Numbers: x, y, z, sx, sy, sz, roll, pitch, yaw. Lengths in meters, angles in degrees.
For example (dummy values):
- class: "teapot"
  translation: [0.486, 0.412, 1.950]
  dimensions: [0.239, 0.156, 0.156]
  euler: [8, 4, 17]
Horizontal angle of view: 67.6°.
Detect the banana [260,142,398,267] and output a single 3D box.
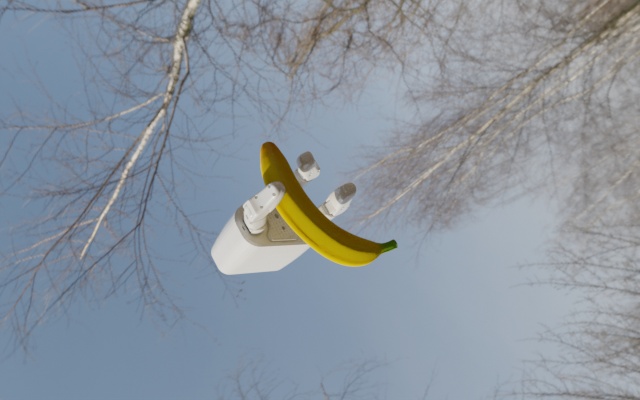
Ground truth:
- class: "banana"
  translation: [-0.006, 0.015, 0.546]
  dimensions: [0.069, 0.198, 0.037]
  euler: [-51, 2, -39]
